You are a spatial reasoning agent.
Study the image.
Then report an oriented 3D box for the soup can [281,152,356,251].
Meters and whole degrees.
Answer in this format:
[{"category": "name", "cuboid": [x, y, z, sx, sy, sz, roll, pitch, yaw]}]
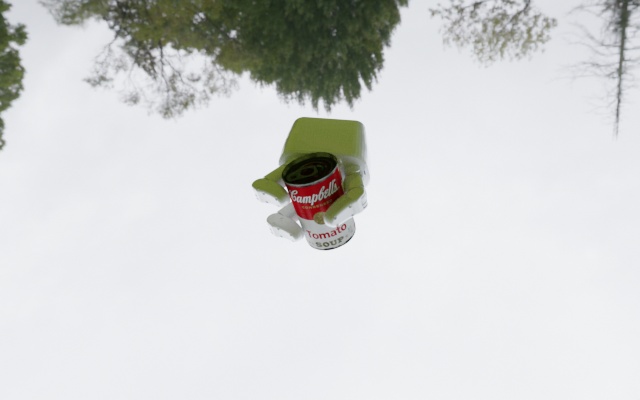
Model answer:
[{"category": "soup can", "cuboid": [0.000, 0.002, 0.581, 0.068, 0.102, 0.068, -13, 34, 9]}]
